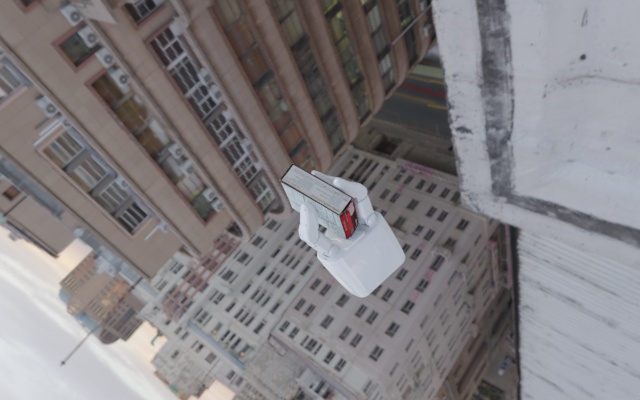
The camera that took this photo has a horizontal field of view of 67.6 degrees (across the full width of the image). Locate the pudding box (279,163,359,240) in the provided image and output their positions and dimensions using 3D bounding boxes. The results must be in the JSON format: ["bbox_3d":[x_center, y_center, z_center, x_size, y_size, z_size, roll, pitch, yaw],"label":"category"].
[{"bbox_3d":[0.000,0.002,0.710,0.113,0.039,0.090,29,-19,22],"label":"pudding box"}]
